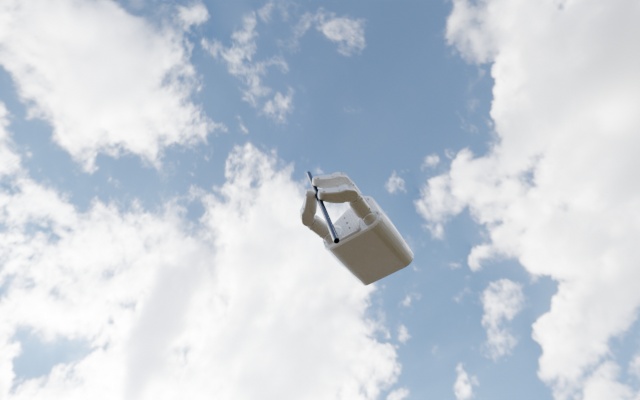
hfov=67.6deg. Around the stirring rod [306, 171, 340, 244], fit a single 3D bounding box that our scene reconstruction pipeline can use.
[{"bbox_3d":[0.000,0.002,0.711,0.011,0.011,0.239,0,24,-11],"label":"stirring rod"}]
